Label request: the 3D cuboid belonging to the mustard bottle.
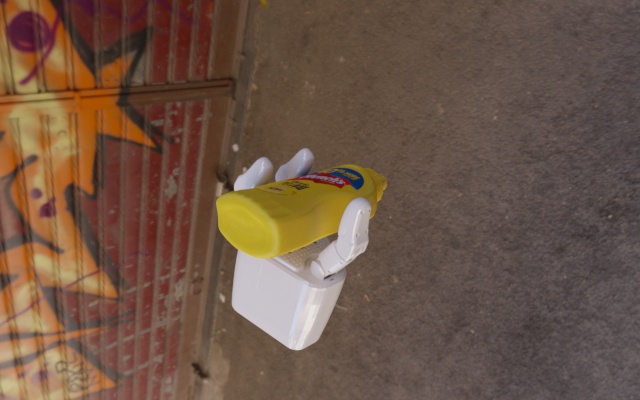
[{"bbox_3d":[0.000,0.001,0.482,0.191,0.058,0.096,-17,22,-40],"label":"mustard bottle"}]
